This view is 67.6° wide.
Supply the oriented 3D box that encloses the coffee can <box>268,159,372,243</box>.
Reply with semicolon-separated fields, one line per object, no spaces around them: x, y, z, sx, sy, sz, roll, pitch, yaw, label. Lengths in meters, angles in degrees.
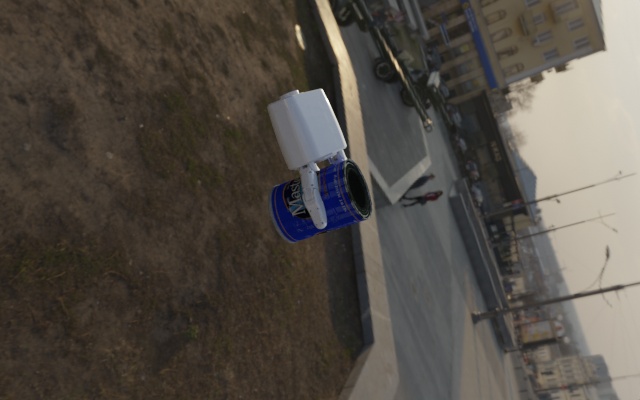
0.000;0.003;0.783;0.140;0.103;0.103;-19;-8;23;coffee can
